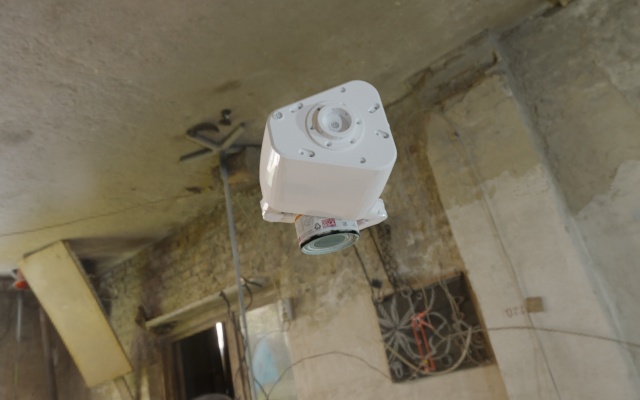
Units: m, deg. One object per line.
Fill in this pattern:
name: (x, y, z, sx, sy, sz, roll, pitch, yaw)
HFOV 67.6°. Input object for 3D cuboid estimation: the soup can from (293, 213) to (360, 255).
soup can: (0.000, 0.002, 0.534, 0.068, 0.102, 0.068, -11, -22, -5)
